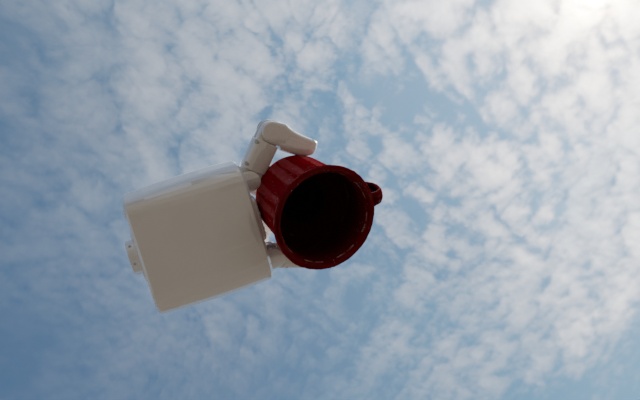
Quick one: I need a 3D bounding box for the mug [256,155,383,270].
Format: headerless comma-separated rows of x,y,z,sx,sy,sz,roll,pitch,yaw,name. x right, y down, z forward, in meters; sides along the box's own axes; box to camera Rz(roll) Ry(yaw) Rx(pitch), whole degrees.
0.001,0.001,0.441,0.117,0.093,0.081,-17,22,-19,mug
